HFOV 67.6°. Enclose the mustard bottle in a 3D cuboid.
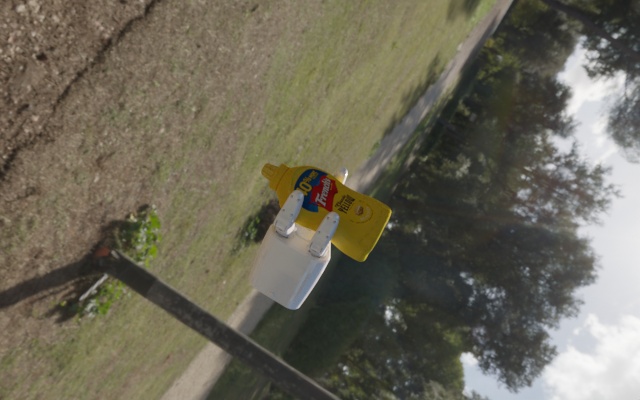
[{"bbox_3d":[0.000,0.002,0.682,0.191,0.096,0.058,30,-40,5],"label":"mustard bottle"}]
